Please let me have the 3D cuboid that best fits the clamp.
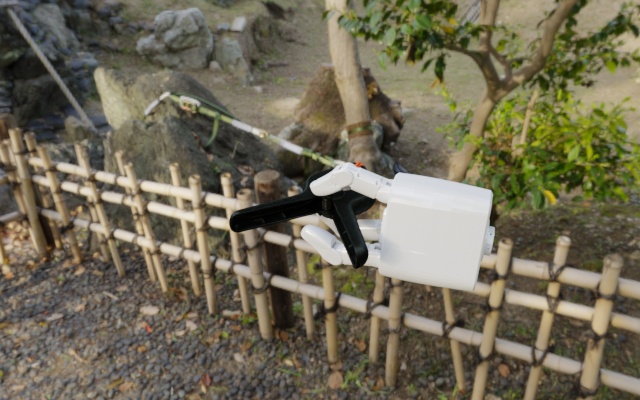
[{"bbox_3d":[0.001,0.001,0.583,0.164,0.036,0.210,12,31,15],"label":"clamp"}]
